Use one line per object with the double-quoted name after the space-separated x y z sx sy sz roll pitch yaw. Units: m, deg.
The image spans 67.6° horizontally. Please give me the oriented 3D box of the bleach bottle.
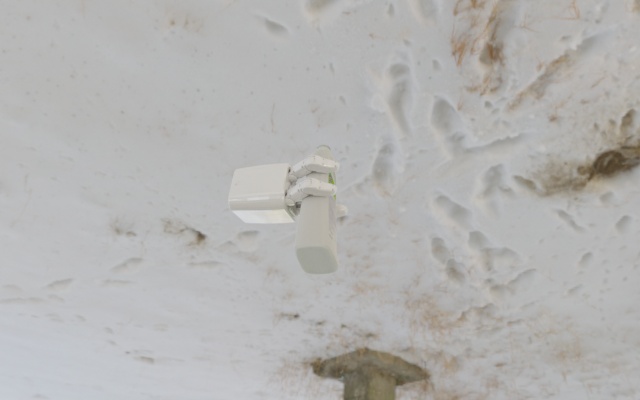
0.000 0.003 0.883 0.068 0.250 0.103 -4 -38 12 "bleach bottle"
